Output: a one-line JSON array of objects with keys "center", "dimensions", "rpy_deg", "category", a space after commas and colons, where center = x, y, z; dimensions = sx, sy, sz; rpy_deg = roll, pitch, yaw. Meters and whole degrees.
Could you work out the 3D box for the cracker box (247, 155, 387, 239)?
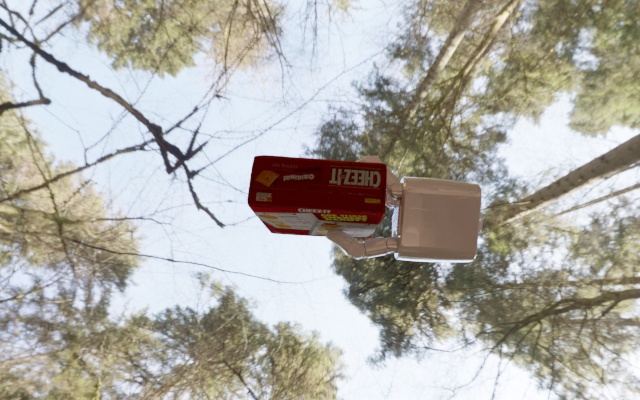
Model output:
[{"center": [0.000, 0.002, 0.664], "dimensions": [0.164, 0.072, 0.214], "rpy_deg": [3, -13, 2], "category": "cracker box"}]
